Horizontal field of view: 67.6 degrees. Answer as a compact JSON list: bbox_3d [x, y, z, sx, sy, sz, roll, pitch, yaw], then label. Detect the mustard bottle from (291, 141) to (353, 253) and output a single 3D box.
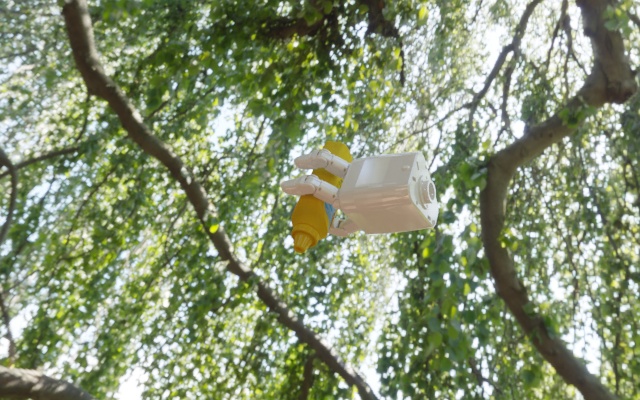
[{"bbox_3d":[0.000,0.002,0.742,0.058,0.191,0.096,11,-40,15],"label":"mustard bottle"}]
